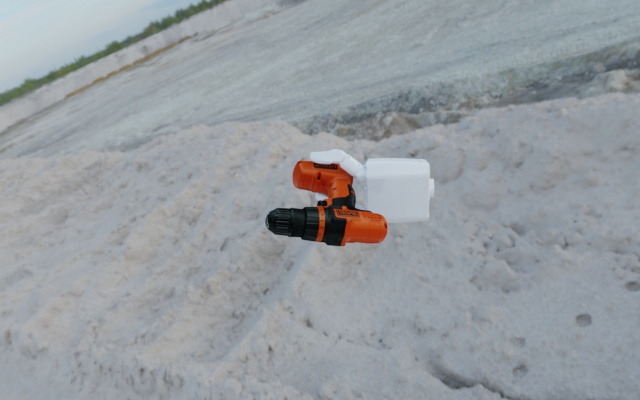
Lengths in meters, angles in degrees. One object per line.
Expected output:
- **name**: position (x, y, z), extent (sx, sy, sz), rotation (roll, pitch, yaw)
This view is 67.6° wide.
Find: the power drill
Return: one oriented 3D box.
- **power drill**: position (0.000, 0.002, 0.767), extent (0.184, 0.057, 0.187), rotation (7, 31, -14)
